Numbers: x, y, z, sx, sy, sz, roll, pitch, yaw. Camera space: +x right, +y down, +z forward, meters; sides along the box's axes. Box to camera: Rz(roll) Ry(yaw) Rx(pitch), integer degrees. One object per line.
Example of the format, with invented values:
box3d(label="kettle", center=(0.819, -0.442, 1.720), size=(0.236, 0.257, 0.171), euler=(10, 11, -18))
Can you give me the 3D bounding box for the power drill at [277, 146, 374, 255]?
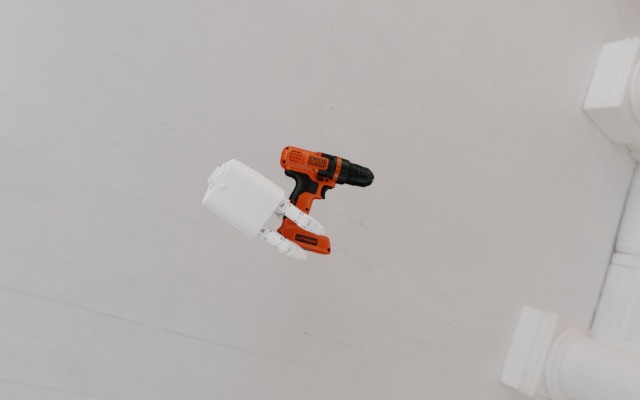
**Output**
box3d(label="power drill", center=(0.000, 0.003, 0.894), size=(0.184, 0.187, 0.057), euler=(14, -12, -9))
